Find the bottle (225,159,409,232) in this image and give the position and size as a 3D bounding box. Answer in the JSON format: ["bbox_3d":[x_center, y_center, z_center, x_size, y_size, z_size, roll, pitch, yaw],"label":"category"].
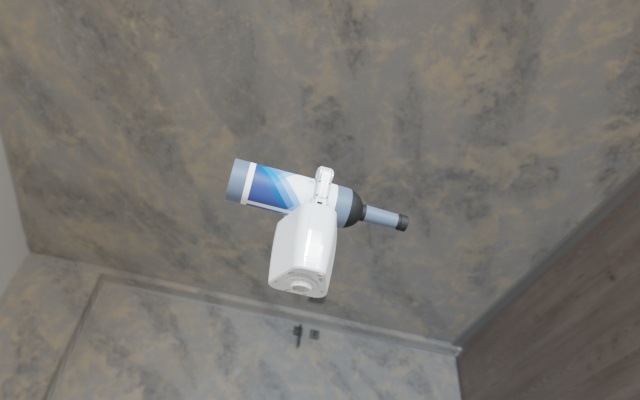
[{"bbox_3d":[0.000,0.002,0.767,0.296,0.069,0.069,14,-2,-9],"label":"bottle"}]
